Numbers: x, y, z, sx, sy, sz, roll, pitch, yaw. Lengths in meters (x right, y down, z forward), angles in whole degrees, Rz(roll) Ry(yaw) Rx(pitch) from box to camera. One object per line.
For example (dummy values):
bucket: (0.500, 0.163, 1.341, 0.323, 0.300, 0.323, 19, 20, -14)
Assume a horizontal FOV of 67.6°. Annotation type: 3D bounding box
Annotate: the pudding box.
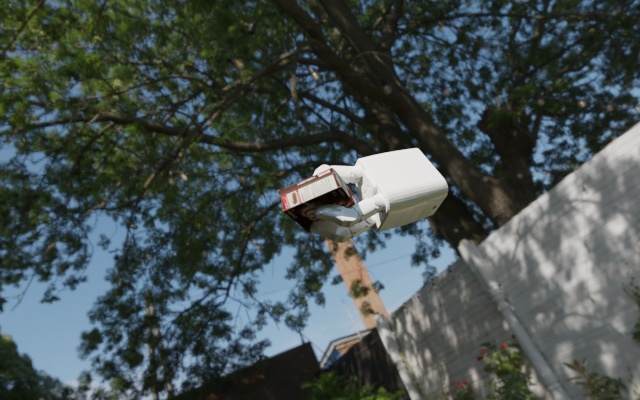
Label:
pudding box: (0.000, 0.002, 0.707, 0.090, 0.039, 0.113, -24, -27, 10)
